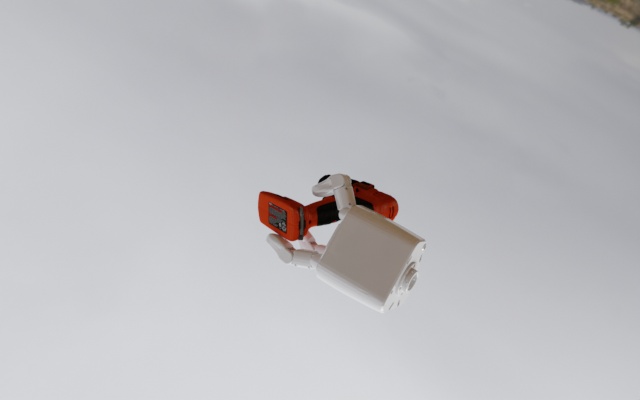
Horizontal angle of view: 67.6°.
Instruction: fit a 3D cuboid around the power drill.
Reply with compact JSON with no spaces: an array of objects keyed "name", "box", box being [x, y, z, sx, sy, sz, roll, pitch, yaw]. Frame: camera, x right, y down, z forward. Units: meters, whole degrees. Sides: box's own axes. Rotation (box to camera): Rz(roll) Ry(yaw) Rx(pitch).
[{"name":"power drill","box":[0.000,0.003,0.752,0.187,0.057,0.184,-13,21,-33]}]
